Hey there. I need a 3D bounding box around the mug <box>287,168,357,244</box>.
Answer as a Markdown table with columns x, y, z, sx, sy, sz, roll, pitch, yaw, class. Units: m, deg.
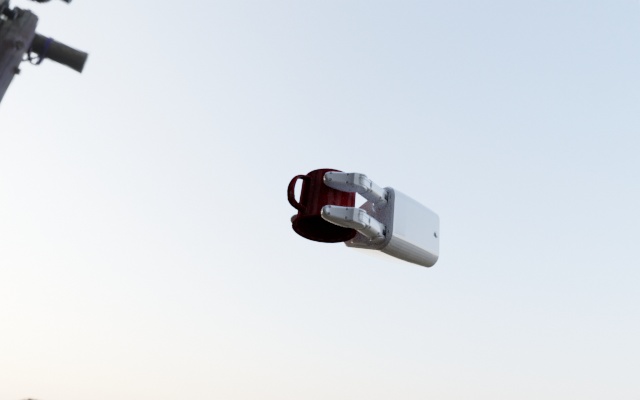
| x | y | z | sx | sy | sz | roll | pitch | yaw | class |
| --- | --- | --- | --- | --- | --- | --- | --- | --- | --- |
| -0.001 | 0.002 | 0.685 | 0.117 | 0.081 | 0.093 | 26 | -34 | -31 | mug |
